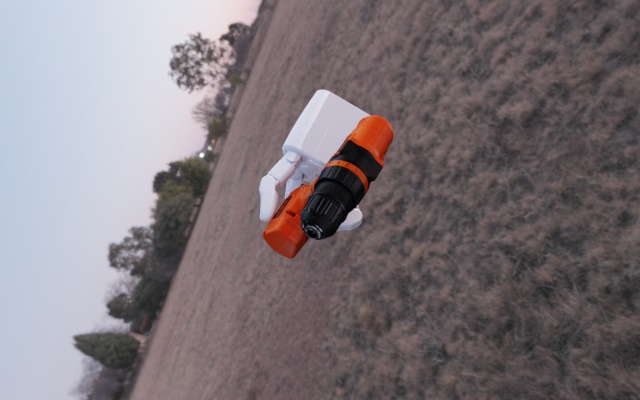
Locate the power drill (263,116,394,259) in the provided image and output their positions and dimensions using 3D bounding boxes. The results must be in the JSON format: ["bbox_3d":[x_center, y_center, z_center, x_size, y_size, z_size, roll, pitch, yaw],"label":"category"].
[{"bbox_3d":[0.000,0.002,0.563,0.188,0.057,0.184,-41,10,50],"label":"power drill"}]
